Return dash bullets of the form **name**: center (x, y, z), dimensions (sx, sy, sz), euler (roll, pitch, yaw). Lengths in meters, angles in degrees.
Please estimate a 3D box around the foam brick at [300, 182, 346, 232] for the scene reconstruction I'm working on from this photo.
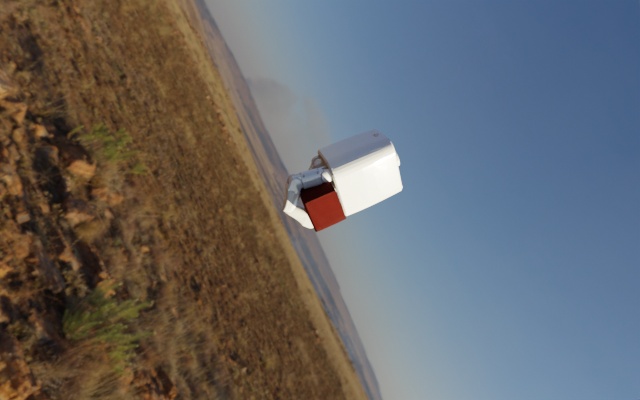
- **foam brick**: center (0.000, 0.003, 0.736), dimensions (0.051, 0.053, 0.078), euler (-22, 25, -3)
